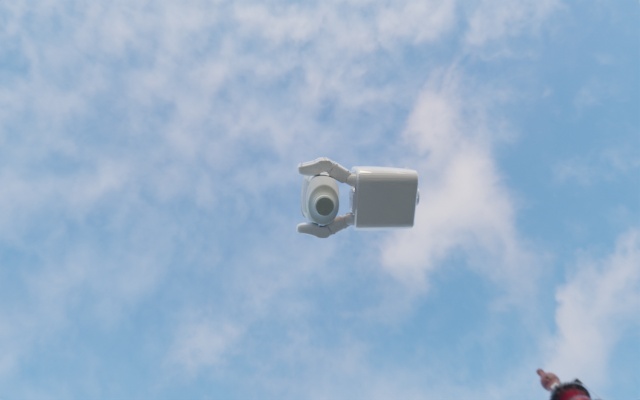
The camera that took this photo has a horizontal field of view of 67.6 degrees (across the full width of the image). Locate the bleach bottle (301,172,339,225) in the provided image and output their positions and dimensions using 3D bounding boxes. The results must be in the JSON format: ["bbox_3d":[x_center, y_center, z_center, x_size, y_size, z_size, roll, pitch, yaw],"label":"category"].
[{"bbox_3d":[0.000,0.003,0.842,0.068,0.102,0.251,1,7,-3],"label":"bleach bottle"}]
